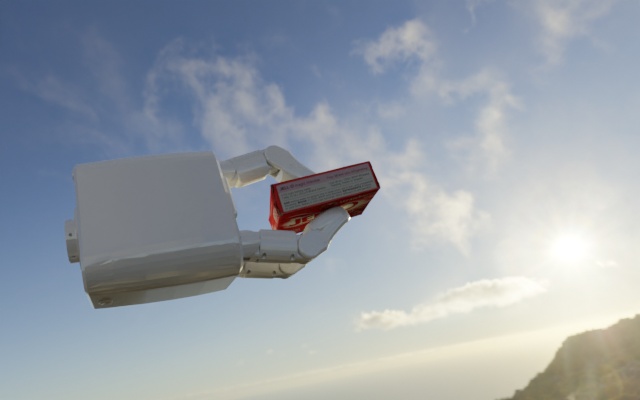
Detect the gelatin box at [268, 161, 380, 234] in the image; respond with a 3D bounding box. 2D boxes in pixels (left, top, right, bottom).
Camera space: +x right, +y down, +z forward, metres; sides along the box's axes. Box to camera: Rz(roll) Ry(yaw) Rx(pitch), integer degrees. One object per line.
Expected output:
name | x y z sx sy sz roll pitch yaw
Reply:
gelatin box | 0.000 0.001 0.419 0.089 0.030 0.073 -15 -16 -13
